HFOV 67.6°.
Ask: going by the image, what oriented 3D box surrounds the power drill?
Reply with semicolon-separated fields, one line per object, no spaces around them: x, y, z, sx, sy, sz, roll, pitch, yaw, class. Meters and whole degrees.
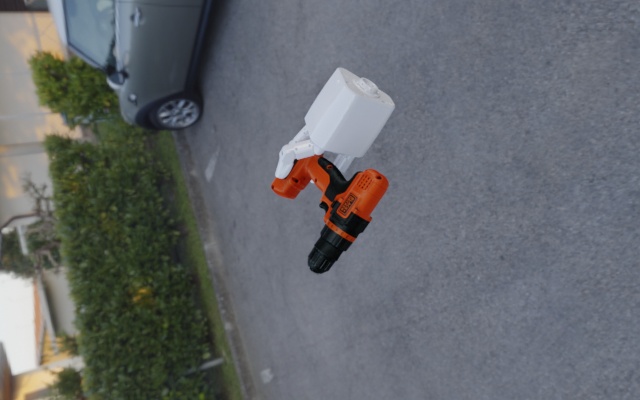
0.000;0.002;0.777;0.187;0.184;0.057;39;5;39;power drill
